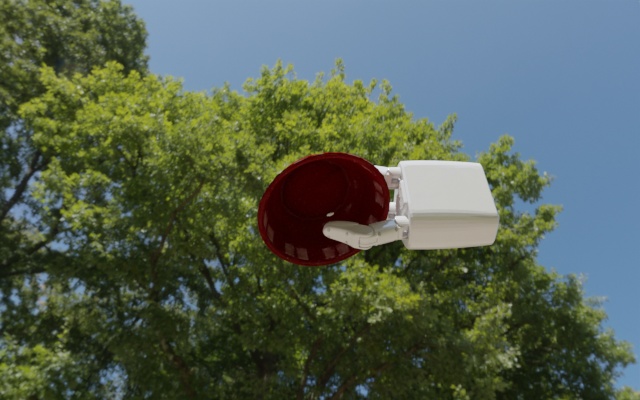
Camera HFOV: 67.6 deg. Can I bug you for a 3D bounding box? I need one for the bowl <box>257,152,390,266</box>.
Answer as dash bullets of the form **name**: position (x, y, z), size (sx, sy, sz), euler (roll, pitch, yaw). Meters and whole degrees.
- **bowl**: position (-0.001, 0.002, 0.583), size (0.162, 0.162, 0.055), euler (0, 33, -17)
